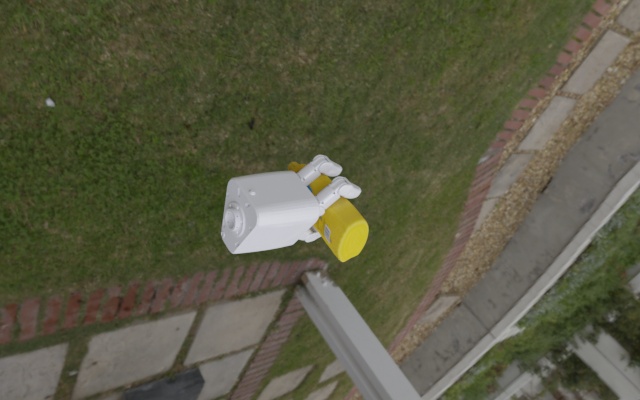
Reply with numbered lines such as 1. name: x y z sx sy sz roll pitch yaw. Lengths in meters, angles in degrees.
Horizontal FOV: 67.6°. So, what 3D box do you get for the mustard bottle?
1. mustard bottle: 0.001 0.003 0.773 0.058 0.191 0.096 -25 -35 -21
